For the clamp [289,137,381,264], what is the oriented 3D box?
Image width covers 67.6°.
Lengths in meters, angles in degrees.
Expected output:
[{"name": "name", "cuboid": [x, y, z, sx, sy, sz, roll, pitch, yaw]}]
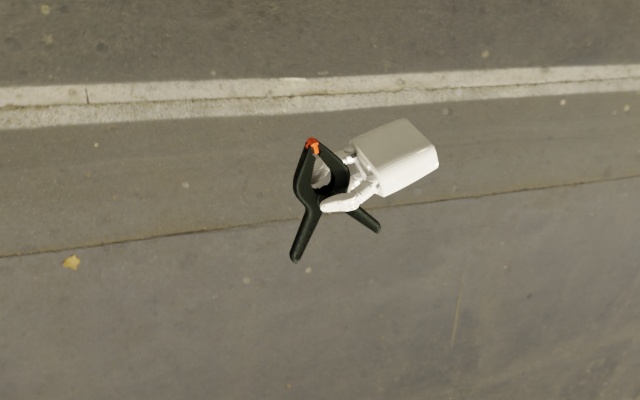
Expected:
[{"name": "clamp", "cuboid": [0.000, 0.002, 0.770, 0.164, 0.210, 0.036, -25, 31, -7]}]
